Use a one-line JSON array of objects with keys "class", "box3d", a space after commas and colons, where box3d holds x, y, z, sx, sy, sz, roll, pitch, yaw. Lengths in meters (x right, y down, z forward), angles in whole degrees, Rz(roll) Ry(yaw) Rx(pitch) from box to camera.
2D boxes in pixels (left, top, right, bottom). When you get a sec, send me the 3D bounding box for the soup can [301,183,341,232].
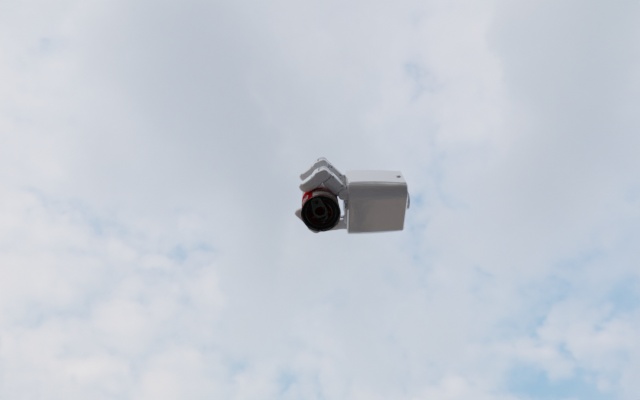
[{"class": "soup can", "box3d": [0.000, 0.003, 0.851, 0.068, 0.068, 0.102, 0, 23, -1]}]
